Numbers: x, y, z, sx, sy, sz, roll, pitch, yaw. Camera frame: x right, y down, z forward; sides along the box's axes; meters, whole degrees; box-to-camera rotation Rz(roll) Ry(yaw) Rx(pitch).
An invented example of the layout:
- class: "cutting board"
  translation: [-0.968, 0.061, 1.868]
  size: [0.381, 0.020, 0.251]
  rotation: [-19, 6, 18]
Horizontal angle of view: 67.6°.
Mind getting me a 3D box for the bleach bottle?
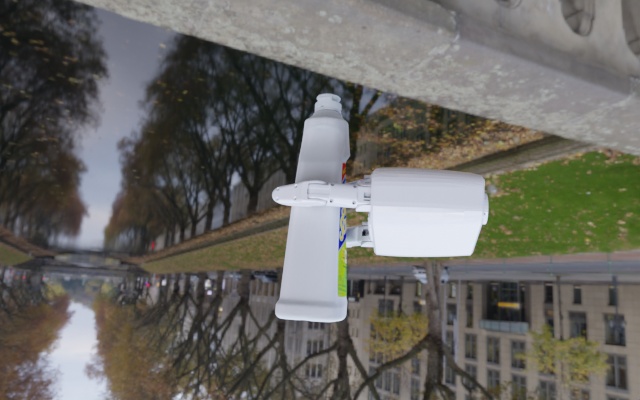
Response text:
- class: "bleach bottle"
  translation: [0.000, 0.002, 0.526]
  size: [0.068, 0.250, 0.102]
  rotation: [2, -11, 11]
